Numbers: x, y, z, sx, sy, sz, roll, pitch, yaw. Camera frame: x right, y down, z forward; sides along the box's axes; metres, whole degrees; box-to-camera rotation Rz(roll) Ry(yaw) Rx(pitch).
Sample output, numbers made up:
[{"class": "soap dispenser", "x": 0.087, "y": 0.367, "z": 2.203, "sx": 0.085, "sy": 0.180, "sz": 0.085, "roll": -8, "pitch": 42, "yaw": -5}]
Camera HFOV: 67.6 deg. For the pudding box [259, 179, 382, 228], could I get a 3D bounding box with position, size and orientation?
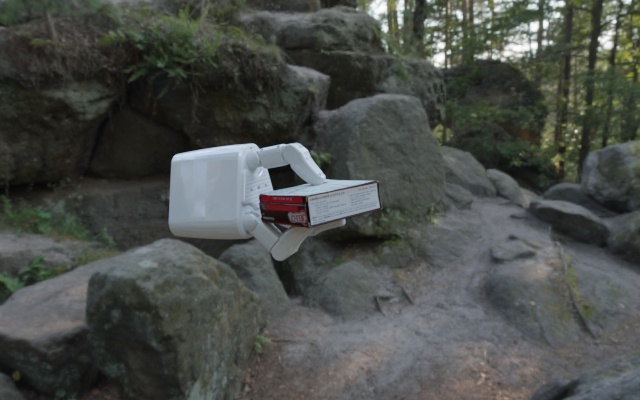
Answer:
[{"class": "pudding box", "x": 0.000, "y": 0.002, "z": 0.548, "sx": 0.113, "sy": 0.039, "sz": 0.090, "roll": -15, "pitch": 12, "yaw": -39}]
